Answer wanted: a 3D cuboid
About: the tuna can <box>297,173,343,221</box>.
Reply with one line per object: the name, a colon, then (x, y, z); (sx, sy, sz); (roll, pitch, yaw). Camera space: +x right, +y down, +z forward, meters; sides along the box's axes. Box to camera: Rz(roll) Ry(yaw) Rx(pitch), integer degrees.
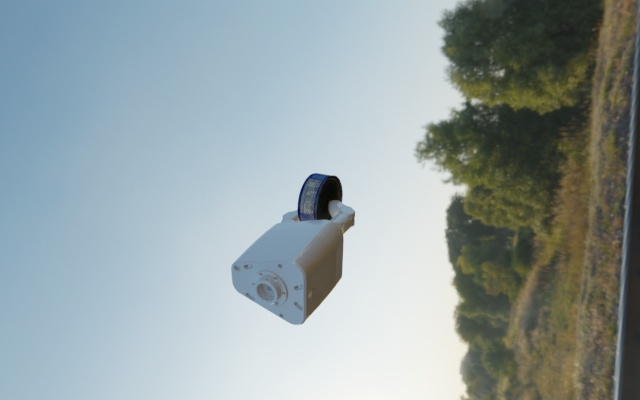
tuna can: (0.000, 0.002, 0.714); (0.034, 0.086, 0.086); (11, 5, 26)
